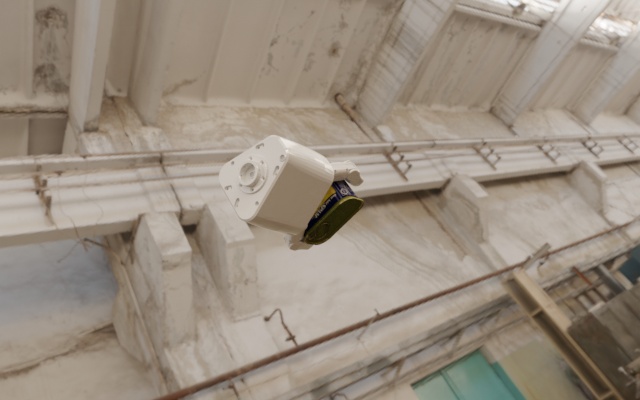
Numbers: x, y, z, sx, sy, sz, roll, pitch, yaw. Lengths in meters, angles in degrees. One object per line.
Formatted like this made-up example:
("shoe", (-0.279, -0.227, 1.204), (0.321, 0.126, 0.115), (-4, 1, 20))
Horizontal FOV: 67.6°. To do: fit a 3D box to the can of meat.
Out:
("can of meat", (0.000, 0.002, 0.717), (0.102, 0.084, 0.057), (-46, -30, 20))
